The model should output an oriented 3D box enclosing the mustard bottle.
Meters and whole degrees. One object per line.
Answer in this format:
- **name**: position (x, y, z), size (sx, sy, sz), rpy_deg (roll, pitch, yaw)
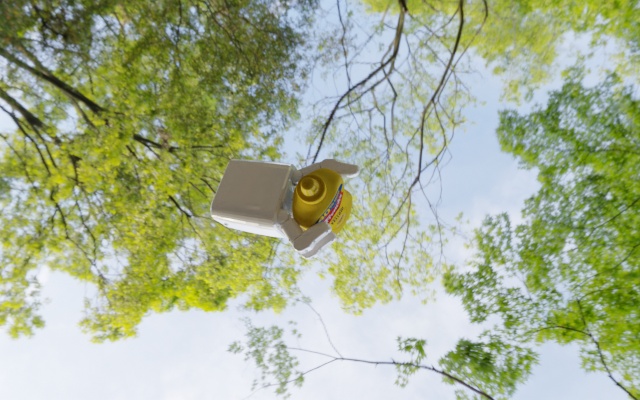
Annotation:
- **mustard bottle**: position (0.000, 0.003, 0.721), size (0.058, 0.096, 0.192), rpy_deg (33, -7, 18)
